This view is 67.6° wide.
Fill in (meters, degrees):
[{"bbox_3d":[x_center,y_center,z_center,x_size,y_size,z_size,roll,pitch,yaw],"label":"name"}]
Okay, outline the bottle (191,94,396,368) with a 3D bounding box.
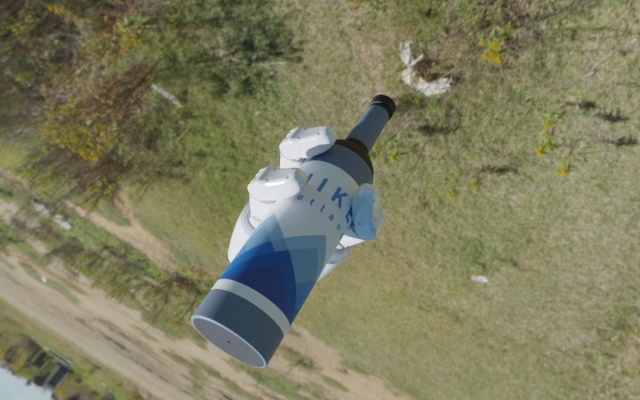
[{"bbox_3d":[0.000,0.002,0.430,0.069,0.295,0.069,23,-34,16],"label":"bottle"}]
